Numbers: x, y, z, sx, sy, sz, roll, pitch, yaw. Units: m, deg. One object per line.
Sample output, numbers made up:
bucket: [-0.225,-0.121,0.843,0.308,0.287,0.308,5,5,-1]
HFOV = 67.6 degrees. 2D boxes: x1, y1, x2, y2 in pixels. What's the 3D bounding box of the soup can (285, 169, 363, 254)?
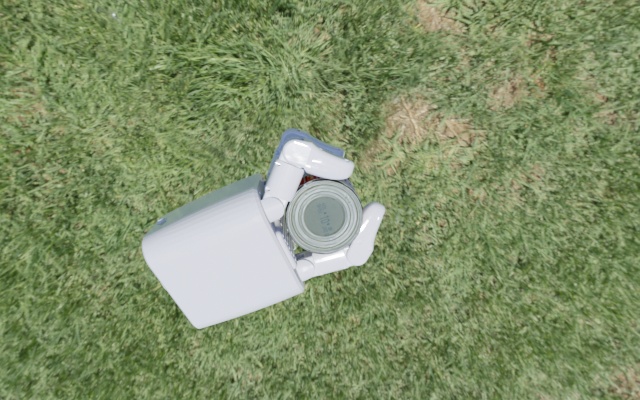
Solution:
soup can: [0.001,0.001,0.445,0.068,0.068,0.102,0,15,-4]
